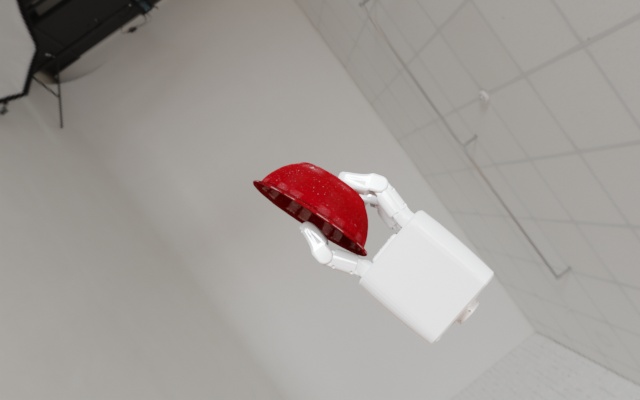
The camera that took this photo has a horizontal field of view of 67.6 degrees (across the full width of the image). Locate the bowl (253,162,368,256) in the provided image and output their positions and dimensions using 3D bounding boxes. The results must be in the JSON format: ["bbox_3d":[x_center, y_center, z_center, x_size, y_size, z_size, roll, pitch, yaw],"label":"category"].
[{"bbox_3d":[-0.001,0.001,0.576,0.162,0.055,0.162,32,-9,6],"label":"bowl"}]
